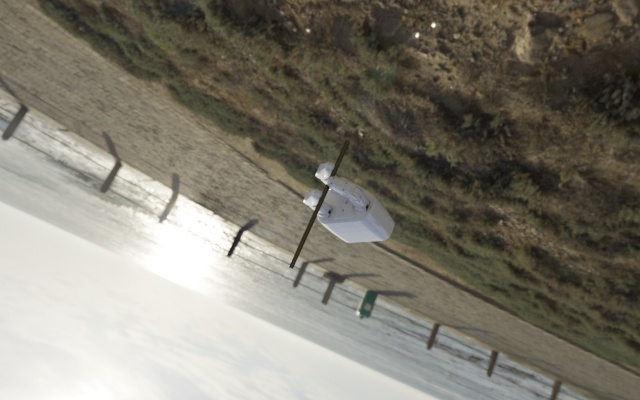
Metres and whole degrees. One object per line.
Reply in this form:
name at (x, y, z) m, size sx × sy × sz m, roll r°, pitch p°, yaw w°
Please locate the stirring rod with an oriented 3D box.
stirring rod at (0.000, 0.003, 0.799) m, size 0.011 × 0.239 × 0.011 m, roll 22°, pitch -16°, yaw 7°
